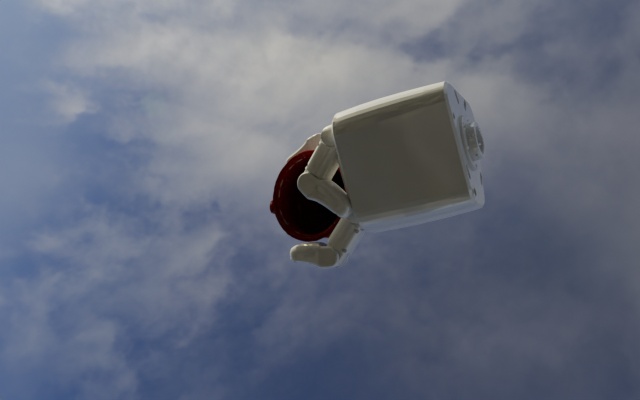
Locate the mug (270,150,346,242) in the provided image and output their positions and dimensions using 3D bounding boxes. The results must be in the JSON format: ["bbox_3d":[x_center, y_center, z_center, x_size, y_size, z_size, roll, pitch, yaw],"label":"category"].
[{"bbox_3d":[-0.001,0.002,0.518,0.117,0.093,0.081,-14,-14,31],"label":"mug"}]
